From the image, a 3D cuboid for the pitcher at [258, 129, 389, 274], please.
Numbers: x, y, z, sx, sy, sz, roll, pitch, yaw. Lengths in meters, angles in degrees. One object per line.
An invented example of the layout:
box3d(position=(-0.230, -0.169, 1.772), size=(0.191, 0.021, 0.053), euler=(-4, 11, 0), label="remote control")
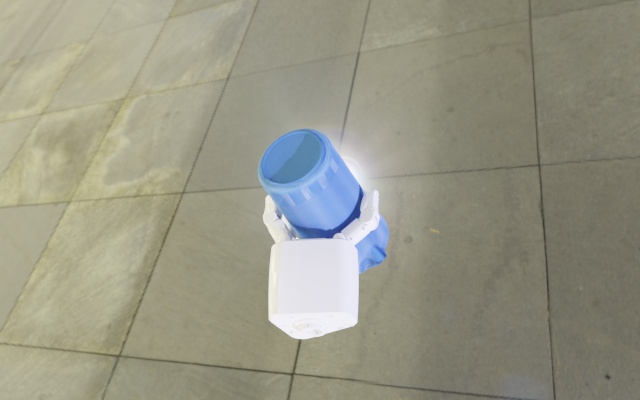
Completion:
box3d(position=(0.000, 0.003, 0.722), size=(0.149, 0.145, 0.243), euler=(-11, -36, 19), label="pitcher")
